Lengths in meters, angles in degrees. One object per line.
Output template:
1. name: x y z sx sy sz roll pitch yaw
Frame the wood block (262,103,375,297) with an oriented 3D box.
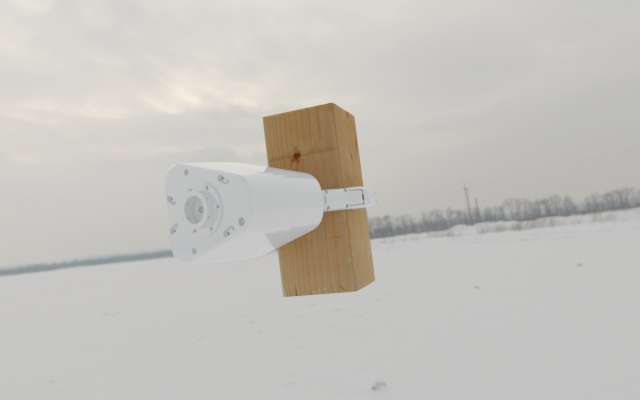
1. wood block: 0.000 0.002 0.566 0.091 0.206 0.090 -8 -4 20
